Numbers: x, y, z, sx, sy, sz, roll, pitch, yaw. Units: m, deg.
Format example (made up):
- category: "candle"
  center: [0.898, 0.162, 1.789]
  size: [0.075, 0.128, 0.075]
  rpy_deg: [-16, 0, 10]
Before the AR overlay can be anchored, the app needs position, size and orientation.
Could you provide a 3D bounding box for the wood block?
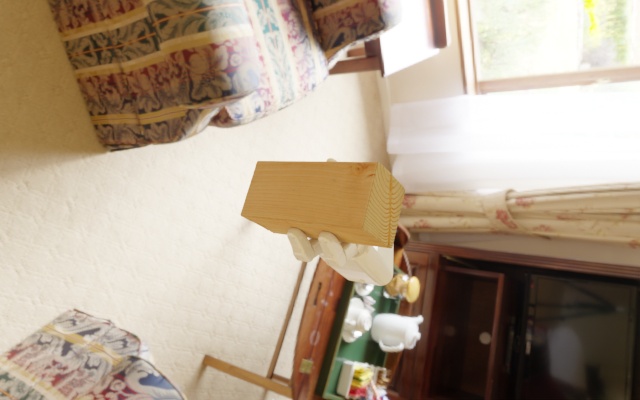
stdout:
- category: "wood block"
  center: [0.001, 0.002, 0.673]
  size: [0.206, 0.090, 0.090]
  rpy_deg: [4, -19, 35]
